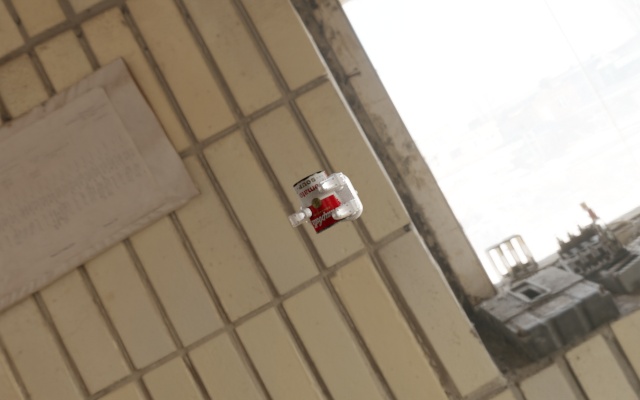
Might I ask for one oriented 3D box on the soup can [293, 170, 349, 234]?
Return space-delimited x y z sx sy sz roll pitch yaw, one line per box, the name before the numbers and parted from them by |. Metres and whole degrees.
soup can | 0.000 0.003 0.895 0.068 0.102 0.068 -27 -4 -2
